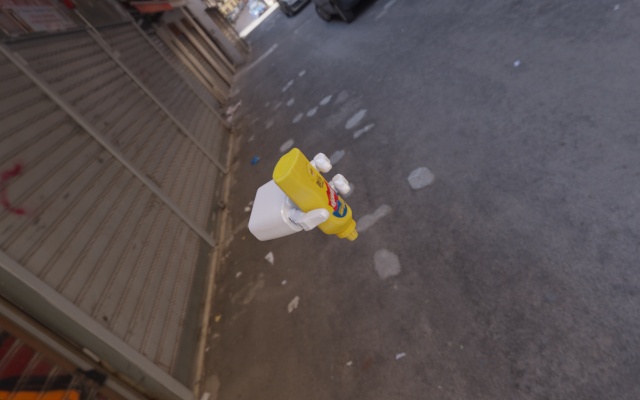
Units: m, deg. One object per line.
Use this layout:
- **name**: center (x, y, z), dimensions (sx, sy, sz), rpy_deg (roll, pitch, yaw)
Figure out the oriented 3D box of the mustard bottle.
- **mustard bottle**: center (0.000, 0.002, 0.831), dimensions (0.058, 0.192, 0.096), rpy_deg (-34, 24, 20)
